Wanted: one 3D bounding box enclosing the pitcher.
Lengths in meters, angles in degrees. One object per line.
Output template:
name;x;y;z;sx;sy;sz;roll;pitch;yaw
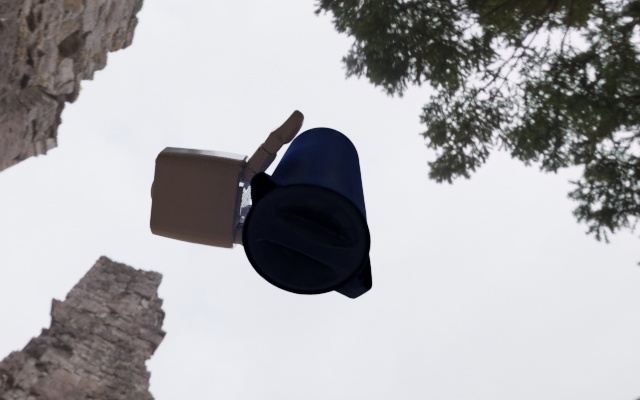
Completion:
pitcher;0.000;0.002;0.592;0.145;0.149;0.242;7;26;2
